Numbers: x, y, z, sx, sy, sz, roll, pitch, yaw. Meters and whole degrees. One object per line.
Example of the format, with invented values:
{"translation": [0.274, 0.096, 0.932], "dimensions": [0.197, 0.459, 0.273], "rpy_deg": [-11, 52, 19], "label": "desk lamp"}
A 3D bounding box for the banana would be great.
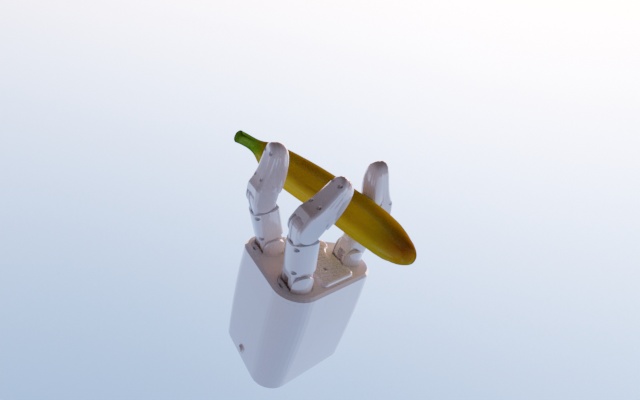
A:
{"translation": [0.007, 0.000, 0.421], "dimensions": [0.197, 0.037, 0.069], "rpy_deg": [34, 16, 25], "label": "banana"}
